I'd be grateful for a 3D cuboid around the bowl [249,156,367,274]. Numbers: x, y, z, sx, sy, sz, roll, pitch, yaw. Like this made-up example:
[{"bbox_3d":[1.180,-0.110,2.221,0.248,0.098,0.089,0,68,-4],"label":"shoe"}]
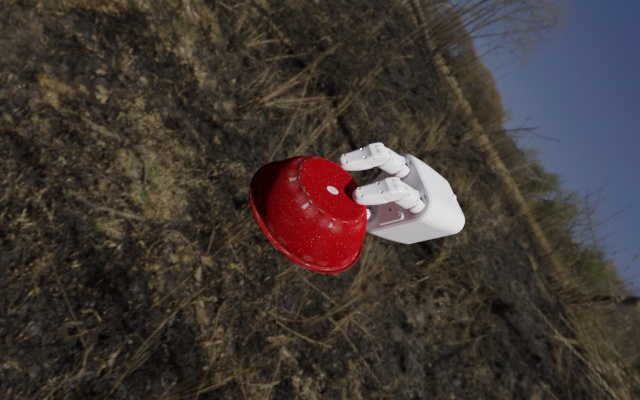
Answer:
[{"bbox_3d":[-0.001,0.002,0.556,0.162,0.162,0.055,0,-35,-42],"label":"bowl"}]
